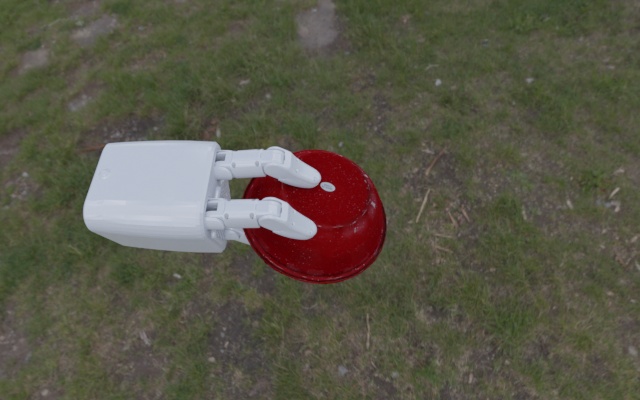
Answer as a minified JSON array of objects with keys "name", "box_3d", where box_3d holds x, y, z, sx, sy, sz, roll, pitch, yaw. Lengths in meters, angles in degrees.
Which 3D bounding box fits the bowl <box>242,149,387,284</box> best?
[{"name":"bowl","box_3d":[0.001,0.001,0.497,0.162,0.162,0.055,0,-32,-15]}]
